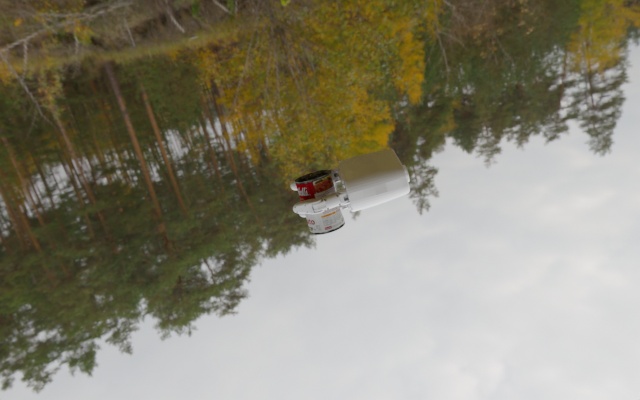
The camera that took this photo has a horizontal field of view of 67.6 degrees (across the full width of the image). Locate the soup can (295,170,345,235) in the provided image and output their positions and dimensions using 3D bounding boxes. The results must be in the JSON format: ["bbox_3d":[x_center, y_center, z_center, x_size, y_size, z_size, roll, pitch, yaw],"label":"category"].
[{"bbox_3d":[0.000,0.003,0.865,0.068,0.102,0.068,-15,14,4],"label":"soup can"}]
